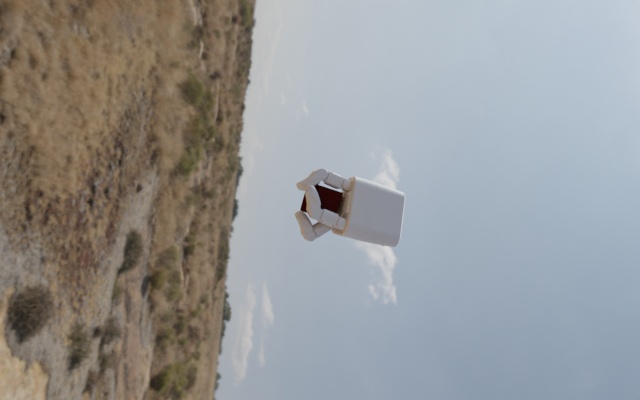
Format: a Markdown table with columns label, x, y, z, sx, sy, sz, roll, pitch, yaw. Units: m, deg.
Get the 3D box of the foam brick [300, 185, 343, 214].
| label | x | y | z | sx | sy | sz | roll | pitch | yaw |
| --- | --- | --- | --- | --- | --- | --- | --- | --- | --- |
| foam brick | 0.000 | 0.003 | 0.880 | 0.051 | 0.053 | 0.078 | 17 | -3 | -14 |
